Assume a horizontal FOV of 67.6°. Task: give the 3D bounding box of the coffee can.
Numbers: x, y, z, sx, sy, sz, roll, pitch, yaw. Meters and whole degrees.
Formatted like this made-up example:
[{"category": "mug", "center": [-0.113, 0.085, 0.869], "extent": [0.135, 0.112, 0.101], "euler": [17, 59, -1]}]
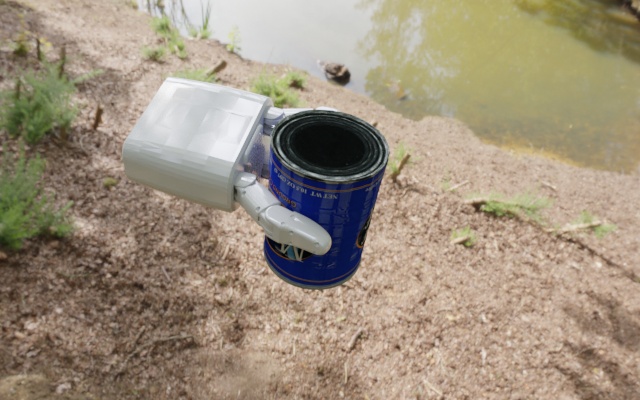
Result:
[{"category": "coffee can", "center": [0.000, 0.002, 0.450], "extent": [0.103, 0.140, 0.102], "euler": [5, 42, -5]}]
